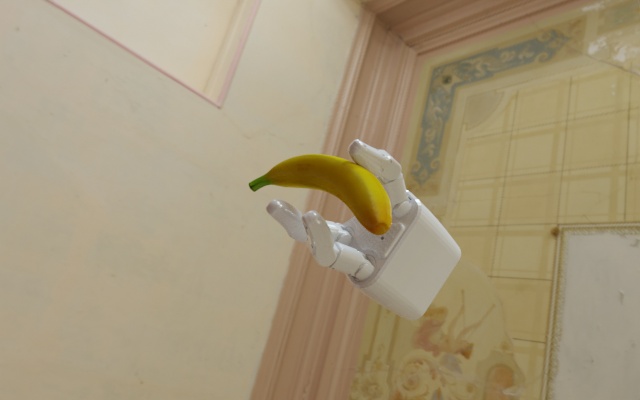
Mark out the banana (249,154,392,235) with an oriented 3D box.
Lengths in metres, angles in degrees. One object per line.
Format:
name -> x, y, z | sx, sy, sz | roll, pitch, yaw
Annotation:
banana -> 0.009, -0.013, 0.464 | 0.197, 0.069, 0.037 | 16, -28, 49
